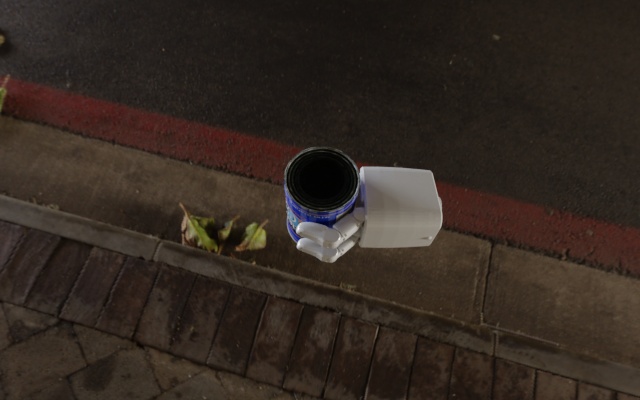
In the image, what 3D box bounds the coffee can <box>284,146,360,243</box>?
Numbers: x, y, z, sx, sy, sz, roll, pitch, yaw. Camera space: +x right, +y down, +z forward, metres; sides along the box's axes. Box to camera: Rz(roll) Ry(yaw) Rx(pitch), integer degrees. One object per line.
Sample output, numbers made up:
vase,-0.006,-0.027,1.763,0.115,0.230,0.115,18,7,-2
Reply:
coffee can,0.000,0.002,0.699,0.103,0.102,0.140,0,-27,-2
